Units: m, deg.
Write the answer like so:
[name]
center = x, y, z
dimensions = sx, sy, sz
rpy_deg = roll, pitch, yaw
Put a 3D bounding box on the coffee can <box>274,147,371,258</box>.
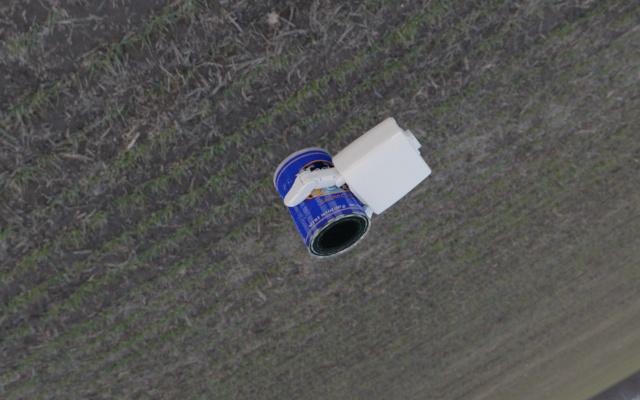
[coffee can]
center = 0.000, 0.002, 0.736
dimensions = 0.103, 0.140, 0.103
rpy_deg = -20, -34, -14
